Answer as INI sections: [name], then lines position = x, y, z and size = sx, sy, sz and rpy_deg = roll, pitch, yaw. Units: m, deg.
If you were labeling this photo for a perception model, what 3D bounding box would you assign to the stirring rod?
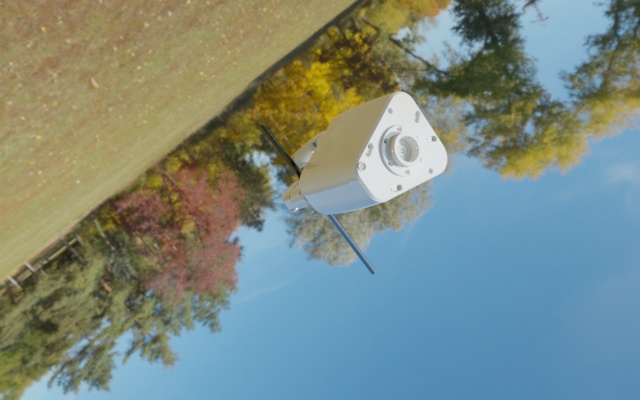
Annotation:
[stirring rod]
position = 0.000, 0.002, 0.602
size = 0.011, 0.239, 0.011
rpy_deg = -35, 14, 10
